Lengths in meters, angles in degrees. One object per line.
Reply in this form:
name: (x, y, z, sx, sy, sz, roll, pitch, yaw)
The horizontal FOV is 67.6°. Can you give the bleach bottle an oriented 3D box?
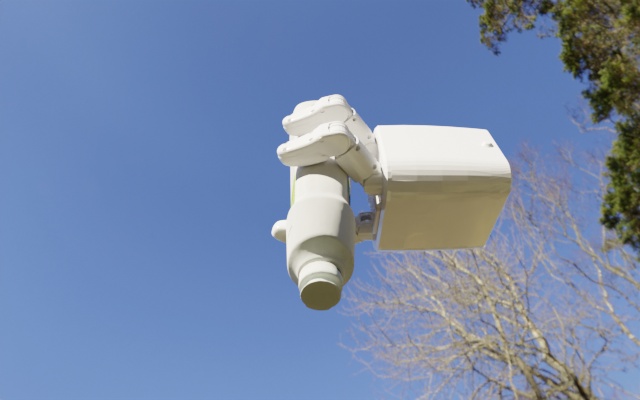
bleach bottle: (0.000, 0.001, 0.431, 0.068, 0.103, 0.250, 0, 34, 0)
